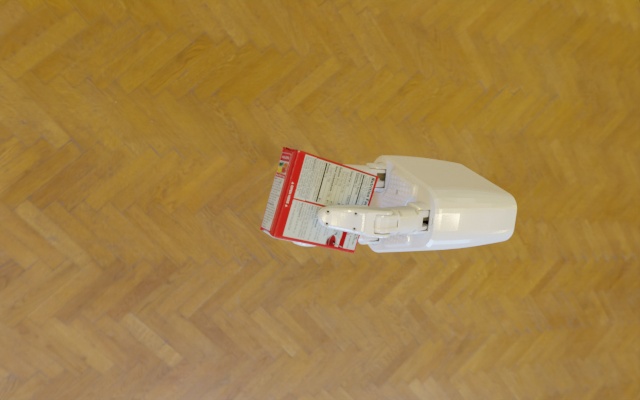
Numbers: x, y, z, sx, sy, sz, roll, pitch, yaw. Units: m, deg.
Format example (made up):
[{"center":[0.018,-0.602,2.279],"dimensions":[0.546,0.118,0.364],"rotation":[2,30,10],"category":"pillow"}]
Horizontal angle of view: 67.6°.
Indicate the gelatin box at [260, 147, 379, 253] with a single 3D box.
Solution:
[{"center":[0.000,0.001,0.411],"dimensions":[0.089,0.073,0.030],"rotation":[15,3,-34],"category":"gelatin box"}]
